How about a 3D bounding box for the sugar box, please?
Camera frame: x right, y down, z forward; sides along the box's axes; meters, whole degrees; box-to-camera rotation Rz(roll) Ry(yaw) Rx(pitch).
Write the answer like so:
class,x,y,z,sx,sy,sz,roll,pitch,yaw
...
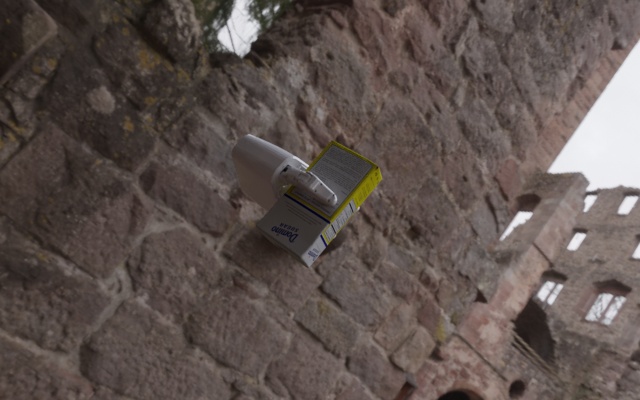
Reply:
class,x,y,z,sx,sy,sz,roll,pitch,yaw
sugar box,0.000,0.002,0.694,0.093,0.176,0.048,32,-15,30
